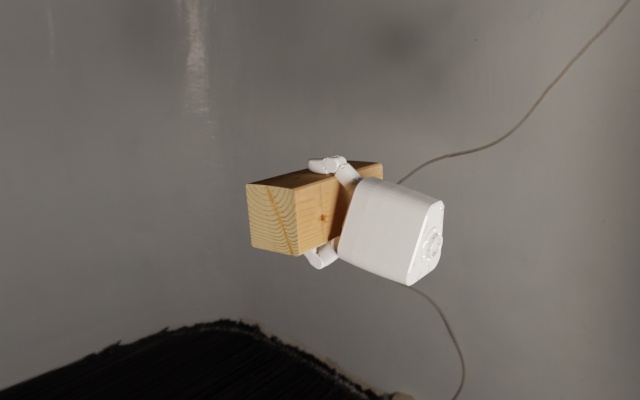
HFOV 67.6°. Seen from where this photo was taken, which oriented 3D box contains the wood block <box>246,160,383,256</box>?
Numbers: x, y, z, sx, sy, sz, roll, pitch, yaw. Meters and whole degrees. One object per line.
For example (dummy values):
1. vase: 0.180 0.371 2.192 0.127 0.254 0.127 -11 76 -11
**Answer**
1. wood block: 0.000 0.002 0.698 0.090 0.091 0.206 7 17 38
